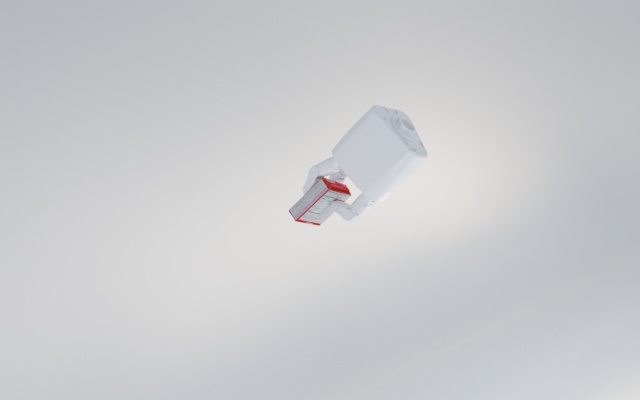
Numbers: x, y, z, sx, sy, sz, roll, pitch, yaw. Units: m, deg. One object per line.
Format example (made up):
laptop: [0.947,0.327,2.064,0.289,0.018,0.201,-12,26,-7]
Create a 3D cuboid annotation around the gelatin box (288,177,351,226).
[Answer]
gelatin box: [0.000,0.003,0.823,0.089,0.030,0.073,-45,-29,20]
